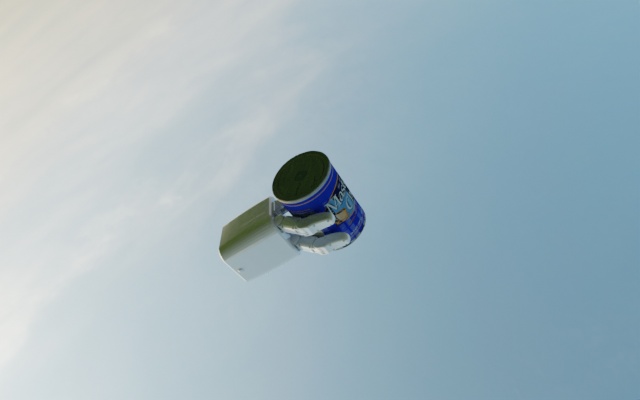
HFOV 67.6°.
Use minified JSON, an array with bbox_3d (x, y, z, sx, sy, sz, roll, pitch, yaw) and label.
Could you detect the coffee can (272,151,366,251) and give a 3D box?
[{"bbox_3d":[0.000,0.002,0.783,0.103,0.102,0.140,0,-37,35],"label":"coffee can"}]
